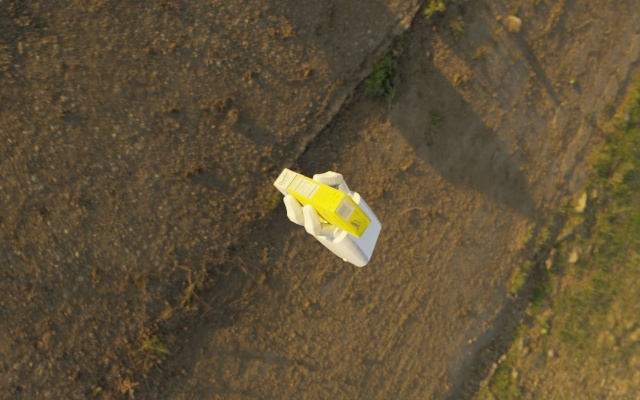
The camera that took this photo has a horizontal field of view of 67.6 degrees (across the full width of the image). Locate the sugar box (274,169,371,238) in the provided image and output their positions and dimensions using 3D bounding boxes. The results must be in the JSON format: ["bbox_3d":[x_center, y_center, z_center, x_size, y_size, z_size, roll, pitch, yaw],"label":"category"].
[{"bbox_3d":[0.000,0.003,0.863,0.176,0.048,0.093,21,-18,47],"label":"sugar box"}]
